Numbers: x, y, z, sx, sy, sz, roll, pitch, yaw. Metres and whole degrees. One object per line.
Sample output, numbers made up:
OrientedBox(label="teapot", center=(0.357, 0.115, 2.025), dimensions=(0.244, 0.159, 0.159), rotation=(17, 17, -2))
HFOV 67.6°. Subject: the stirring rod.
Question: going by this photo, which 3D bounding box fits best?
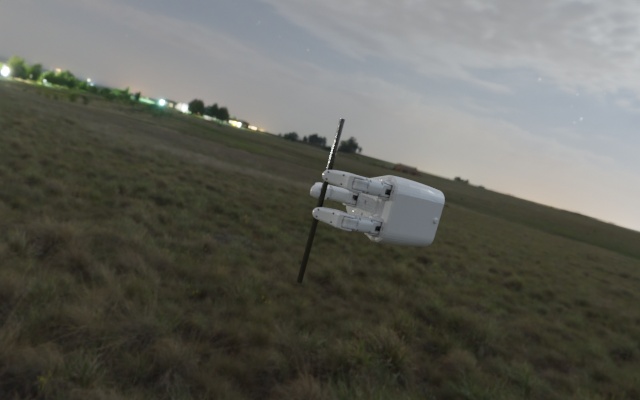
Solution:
OrientedBox(label="stirring rod", center=(0.000, 0.002, 0.677), dimensions=(0.011, 0.239, 0.011), rotation=(15, 6, -2))
